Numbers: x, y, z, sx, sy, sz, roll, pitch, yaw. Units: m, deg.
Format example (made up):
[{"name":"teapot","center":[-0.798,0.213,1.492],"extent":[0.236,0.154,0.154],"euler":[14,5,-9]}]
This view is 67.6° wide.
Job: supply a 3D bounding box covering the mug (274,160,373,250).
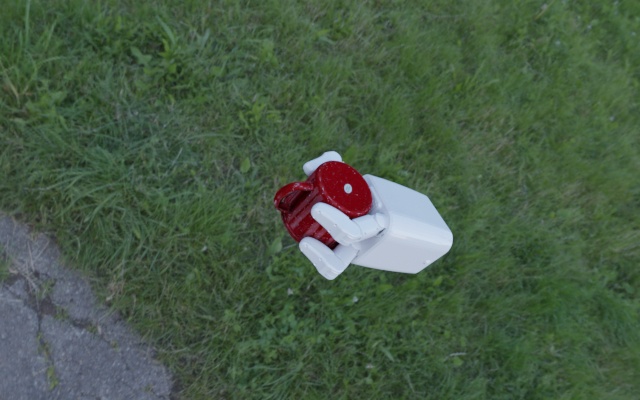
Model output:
[{"name":"mug","center":[-0.001,0.001,0.584],"extent":[0.117,0.093,0.081],"euler":[15,-41,-29]}]
